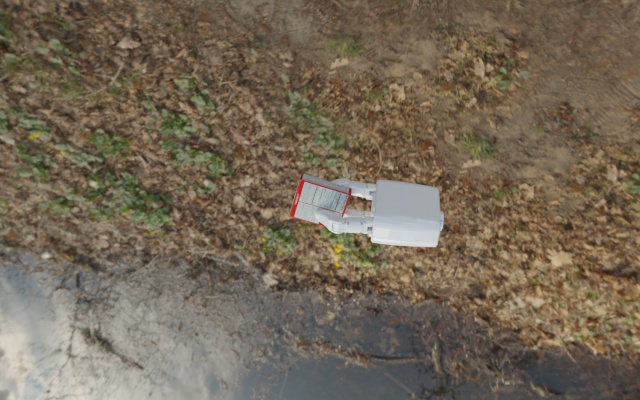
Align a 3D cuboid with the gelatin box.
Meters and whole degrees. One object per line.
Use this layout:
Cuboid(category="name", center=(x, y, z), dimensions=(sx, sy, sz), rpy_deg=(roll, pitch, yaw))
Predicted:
Cuboid(category="gelatin box", center=(0.000, 0.003, 0.802), dimensions=(0.089, 0.073, 0.030), rpy_deg=(16, 27, -4))
